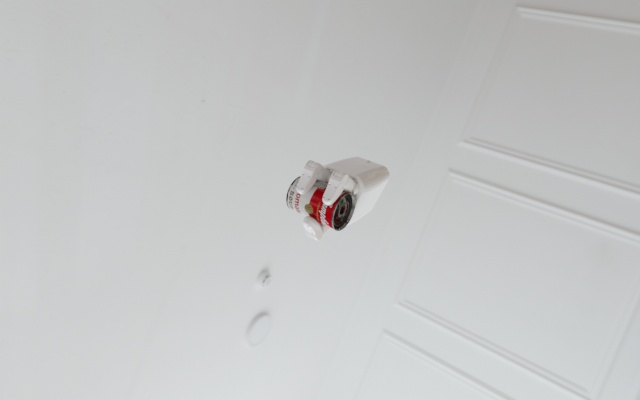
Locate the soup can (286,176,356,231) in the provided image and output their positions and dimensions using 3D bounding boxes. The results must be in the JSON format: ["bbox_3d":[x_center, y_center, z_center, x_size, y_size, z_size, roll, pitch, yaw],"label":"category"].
[{"bbox_3d":[0.000,0.003,0.825,0.102,0.068,0.068,23,12,30],"label":"soup can"}]
